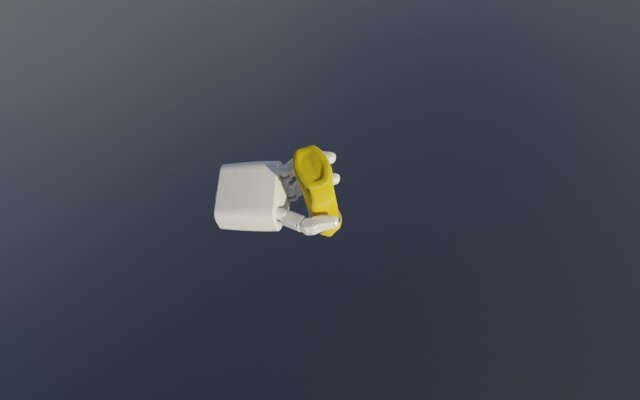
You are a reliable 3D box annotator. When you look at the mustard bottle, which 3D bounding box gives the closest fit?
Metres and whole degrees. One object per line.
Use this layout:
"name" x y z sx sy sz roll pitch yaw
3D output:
"mustard bottle" 0.000 0.002 0.815 0.058 0.096 0.192 -20 -39 -5
